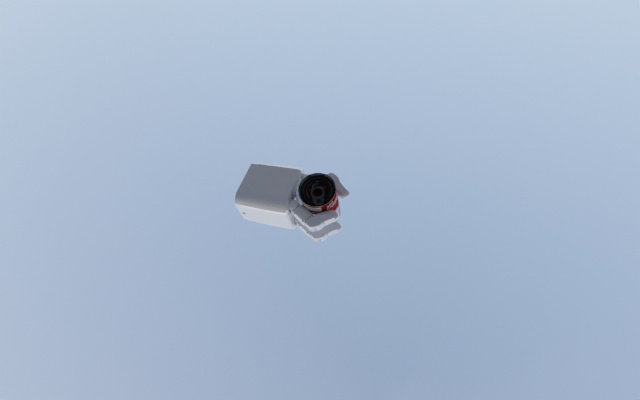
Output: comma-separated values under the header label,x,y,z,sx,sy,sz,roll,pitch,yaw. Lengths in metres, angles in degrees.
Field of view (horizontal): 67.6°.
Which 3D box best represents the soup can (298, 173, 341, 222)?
label,x,y,z,sx,sy,sz,roll,pitch,yaw
soup can,0.001,0.003,0.886,0.068,0.068,0.102,0,-26,8
